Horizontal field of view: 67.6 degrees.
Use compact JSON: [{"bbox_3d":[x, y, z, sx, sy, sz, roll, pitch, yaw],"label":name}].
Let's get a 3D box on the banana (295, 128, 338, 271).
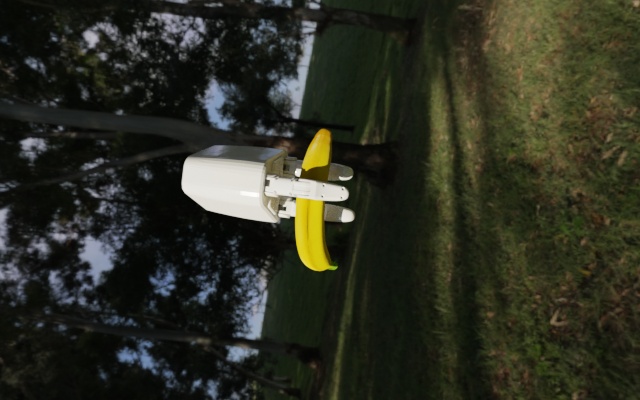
[{"bbox_3d":[-0.007,0.012,0.600,0.037,0.198,0.069,7,24,21],"label":"banana"}]
